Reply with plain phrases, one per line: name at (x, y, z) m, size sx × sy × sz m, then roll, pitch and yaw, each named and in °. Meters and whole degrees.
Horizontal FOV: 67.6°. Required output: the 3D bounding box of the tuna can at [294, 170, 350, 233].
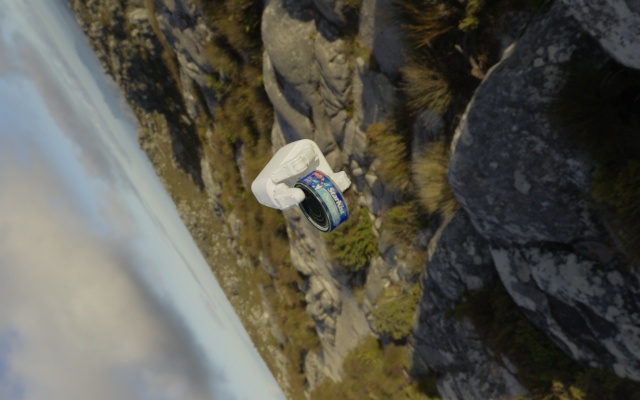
tuna can at (0.000, 0.002, 0.665) m, size 0.033 × 0.086 × 0.086 m, roll -34°, pitch 14°, yaw -22°
